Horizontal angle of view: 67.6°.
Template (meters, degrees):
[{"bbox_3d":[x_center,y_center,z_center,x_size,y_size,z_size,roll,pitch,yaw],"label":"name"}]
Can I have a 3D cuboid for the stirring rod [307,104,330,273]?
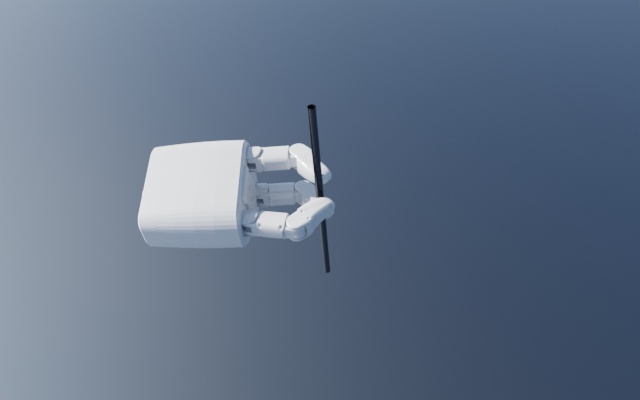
[{"bbox_3d":[0.000,0.002,0.512,0.011,0.240,0.011,-3,44,3],"label":"stirring rod"}]
